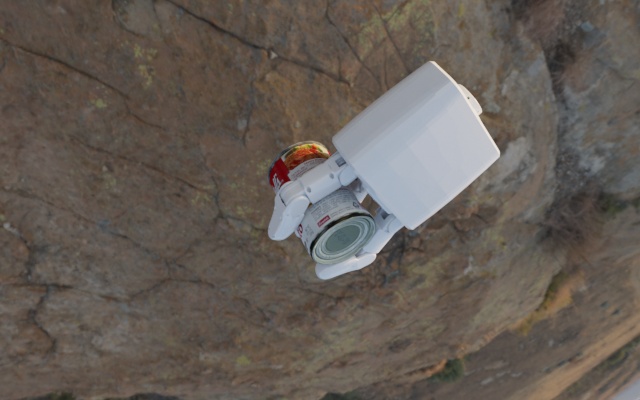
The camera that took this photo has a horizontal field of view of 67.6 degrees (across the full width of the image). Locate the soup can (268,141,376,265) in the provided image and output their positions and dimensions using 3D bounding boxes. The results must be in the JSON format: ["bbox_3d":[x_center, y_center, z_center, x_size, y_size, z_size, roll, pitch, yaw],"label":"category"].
[{"bbox_3d":[0.000,0.002,0.454,0.068,0.068,0.102,0,44,-37],"label":"soup can"}]
